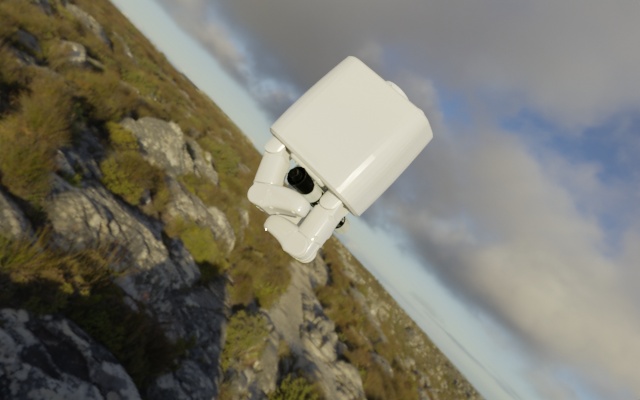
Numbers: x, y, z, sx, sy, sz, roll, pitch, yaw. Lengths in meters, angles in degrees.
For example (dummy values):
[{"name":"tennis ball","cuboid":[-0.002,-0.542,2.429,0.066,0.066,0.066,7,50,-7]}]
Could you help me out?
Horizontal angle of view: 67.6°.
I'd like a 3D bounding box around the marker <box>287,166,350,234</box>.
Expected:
[{"name":"marker","cuboid":[0.000,0.002,0.449,0.020,0.020,0.121,0,-25,24]}]
